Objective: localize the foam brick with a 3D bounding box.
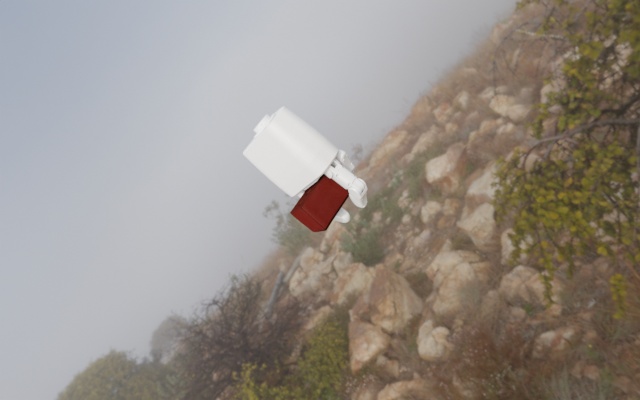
[{"bbox_3d":[0.000,0.003,0.730,0.051,0.078,0.053,39,-22,-14],"label":"foam brick"}]
